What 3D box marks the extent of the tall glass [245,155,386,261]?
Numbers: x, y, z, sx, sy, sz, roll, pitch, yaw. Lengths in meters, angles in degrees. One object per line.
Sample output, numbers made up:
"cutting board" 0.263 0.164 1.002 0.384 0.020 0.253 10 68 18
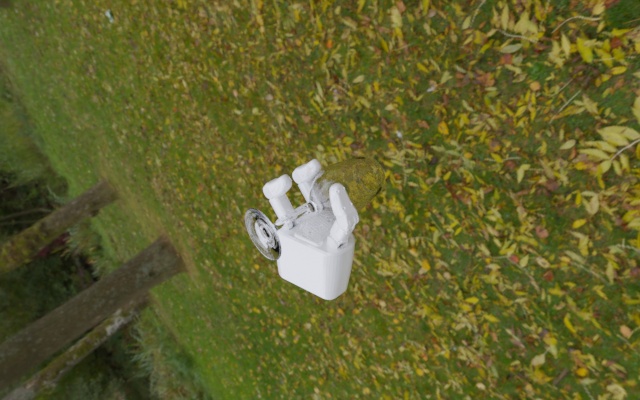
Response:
"tall glass" 0.000 0.002 0.654 0.201 0.079 0.079 -30 16 -32
